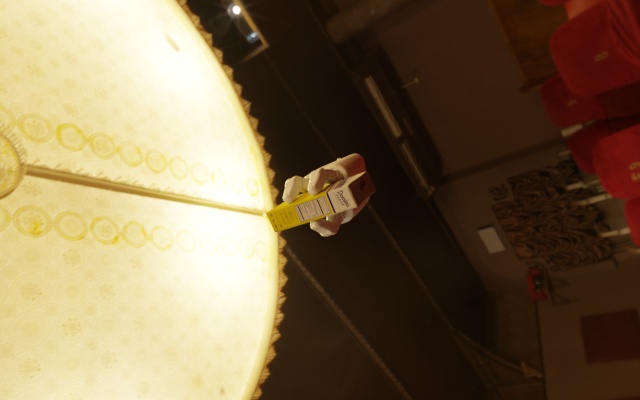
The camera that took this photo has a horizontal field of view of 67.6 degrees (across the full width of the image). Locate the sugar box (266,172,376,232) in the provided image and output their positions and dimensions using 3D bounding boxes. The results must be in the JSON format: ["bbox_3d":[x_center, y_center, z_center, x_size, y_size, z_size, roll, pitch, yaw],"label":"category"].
[{"bbox_3d":[0.000,0.002,0.838,0.176,0.048,0.093,-22,8,31],"label":"sugar box"}]
